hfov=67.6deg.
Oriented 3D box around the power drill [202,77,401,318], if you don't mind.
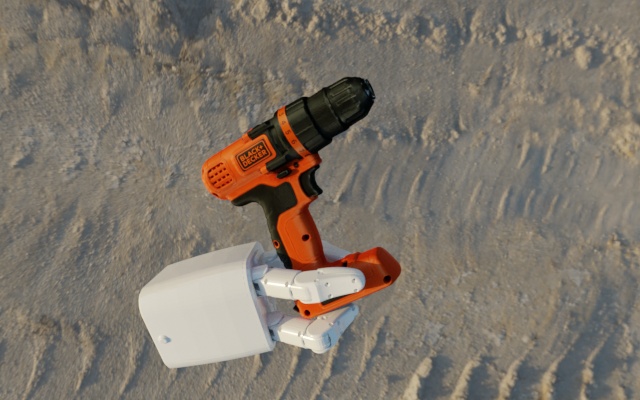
[{"bbox_3d":[0.000,0.002,0.448,0.184,0.187,0.057,-28,1,21],"label":"power drill"}]
